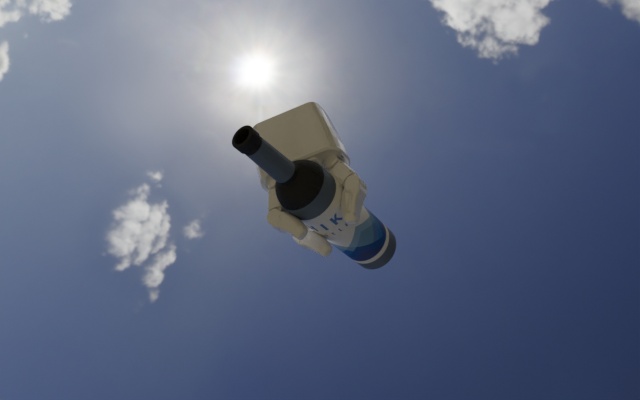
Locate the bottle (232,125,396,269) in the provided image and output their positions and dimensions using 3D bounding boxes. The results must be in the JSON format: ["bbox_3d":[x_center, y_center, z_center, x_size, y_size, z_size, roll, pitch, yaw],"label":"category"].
[{"bbox_3d":[0.000,0.002,0.583,0.069,0.069,0.296,0,-27,37],"label":"bottle"}]
